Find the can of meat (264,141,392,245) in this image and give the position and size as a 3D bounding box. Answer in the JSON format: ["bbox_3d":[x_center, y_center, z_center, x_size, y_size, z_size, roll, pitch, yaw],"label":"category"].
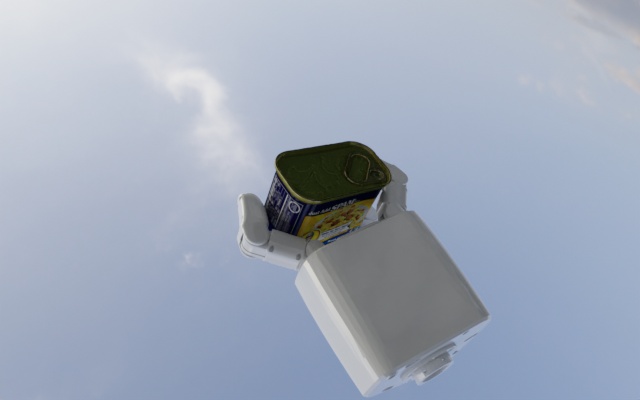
[{"bbox_3d":[0.000,0.002,0.420,0.102,0.057,0.084,-14,-36,-35],"label":"can of meat"}]
